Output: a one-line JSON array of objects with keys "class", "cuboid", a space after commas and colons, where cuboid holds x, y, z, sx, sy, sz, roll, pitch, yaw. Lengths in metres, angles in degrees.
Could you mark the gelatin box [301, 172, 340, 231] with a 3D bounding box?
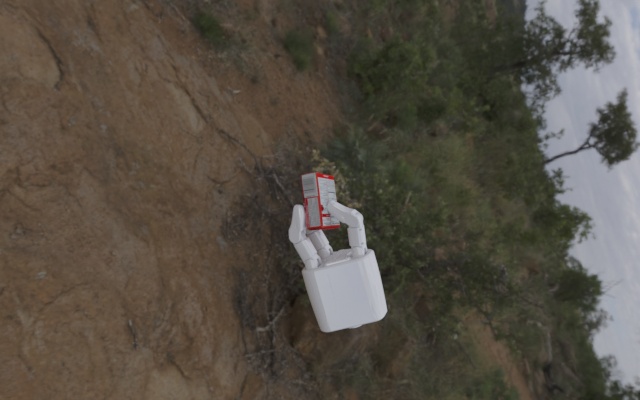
[{"class": "gelatin box", "cuboid": [0.000, 0.002, 0.765, 0.030, 0.089, 0.073, -8, -5, 23]}]
